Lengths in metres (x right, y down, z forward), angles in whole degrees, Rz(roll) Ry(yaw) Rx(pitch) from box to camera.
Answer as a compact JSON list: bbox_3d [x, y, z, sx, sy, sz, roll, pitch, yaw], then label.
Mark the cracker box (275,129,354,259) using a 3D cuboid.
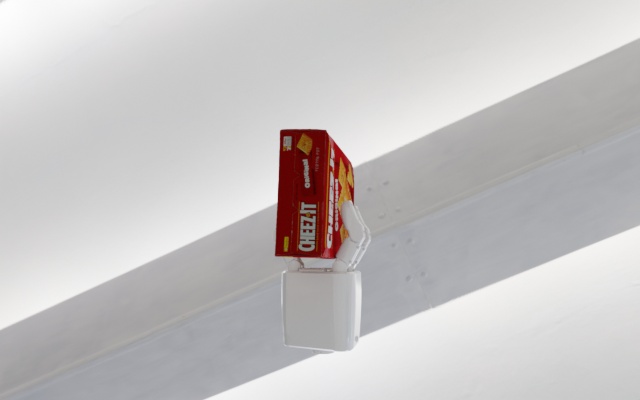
[{"bbox_3d":[0.000,0.002,0.694,0.072,0.164,0.214,0,-7,12],"label":"cracker box"}]
